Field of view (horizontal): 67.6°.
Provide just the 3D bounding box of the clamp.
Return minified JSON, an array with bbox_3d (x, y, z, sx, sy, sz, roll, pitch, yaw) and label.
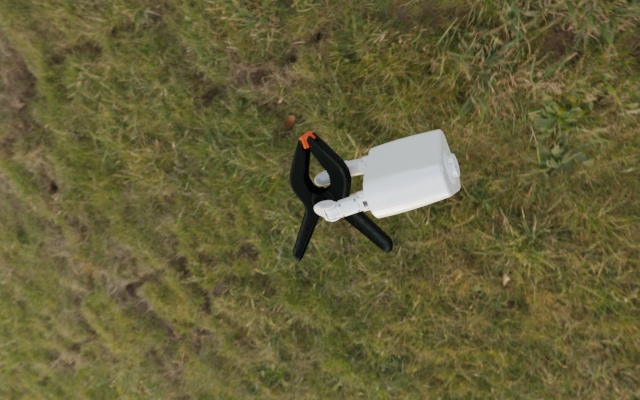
[{"bbox_3d":[0.000,0.002,0.720,0.164,0.210,0.036,-16,18,24],"label":"clamp"}]
